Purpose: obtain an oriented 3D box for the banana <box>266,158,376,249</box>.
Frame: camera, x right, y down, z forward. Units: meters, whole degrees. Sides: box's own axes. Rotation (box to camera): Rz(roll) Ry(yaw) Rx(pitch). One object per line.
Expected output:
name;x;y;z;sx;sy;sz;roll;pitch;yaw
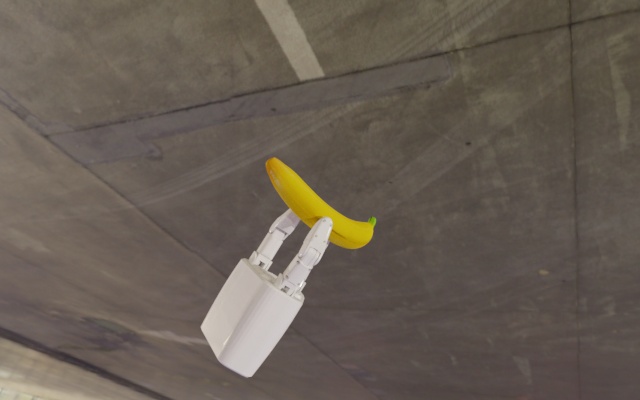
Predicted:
banana;0.006;0.016;0.609;0.037;0.069;0.198;-40;-51;23
